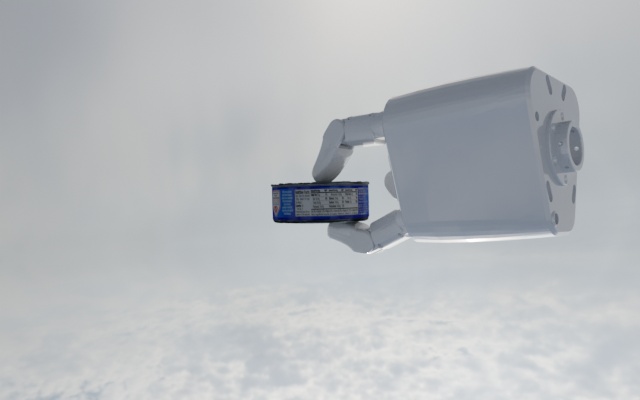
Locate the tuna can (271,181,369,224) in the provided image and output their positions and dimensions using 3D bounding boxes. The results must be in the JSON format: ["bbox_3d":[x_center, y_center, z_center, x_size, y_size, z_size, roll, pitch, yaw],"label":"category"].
[{"bbox_3d":[0.000,0.002,0.417,0.086,0.034,0.086,-1,0,0],"label":"tuna can"}]
